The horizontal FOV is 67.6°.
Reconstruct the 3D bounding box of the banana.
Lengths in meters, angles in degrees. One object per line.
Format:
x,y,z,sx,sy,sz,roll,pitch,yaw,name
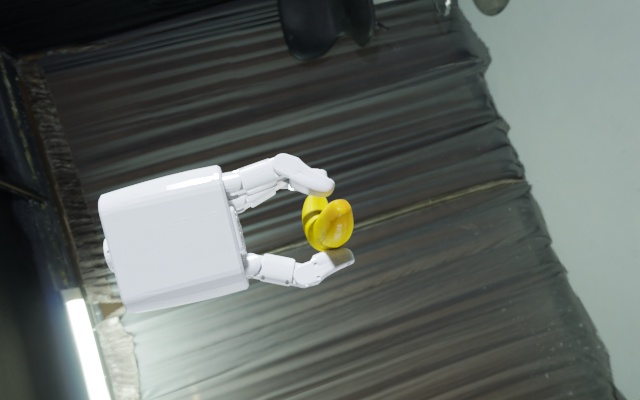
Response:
0.002,0.019,0.493,0.037,0.069,0.197,-10,11,-7,banana
